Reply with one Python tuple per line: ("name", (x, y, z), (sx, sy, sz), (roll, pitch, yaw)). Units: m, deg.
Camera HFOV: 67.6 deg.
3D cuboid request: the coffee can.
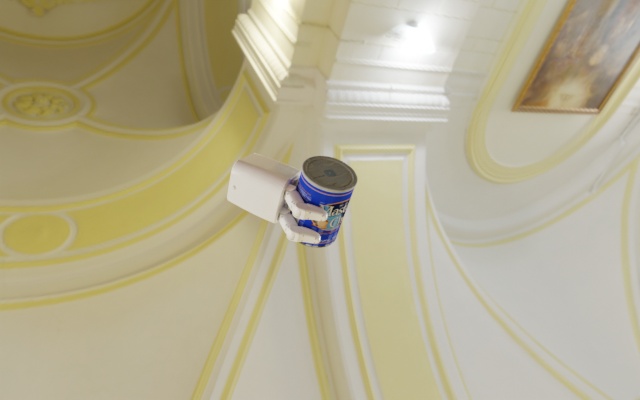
("coffee can", (0.000, 0.003, 0.890), (0.103, 0.140, 0.102), (11, 37, -9))
